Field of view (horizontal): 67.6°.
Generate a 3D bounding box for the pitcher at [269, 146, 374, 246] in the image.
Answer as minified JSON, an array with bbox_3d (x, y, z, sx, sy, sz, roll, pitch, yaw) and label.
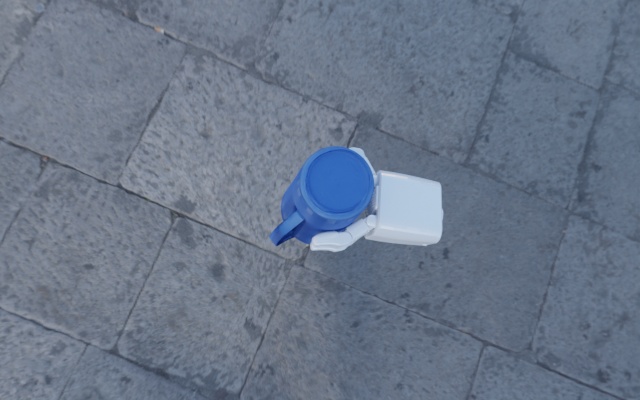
[{"bbox_3d":[0.000,0.003,0.776,0.145,0.149,0.243,9,-12,-6],"label":"pitcher"}]
